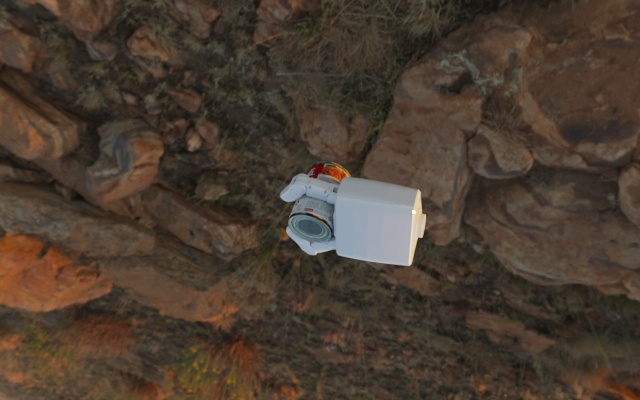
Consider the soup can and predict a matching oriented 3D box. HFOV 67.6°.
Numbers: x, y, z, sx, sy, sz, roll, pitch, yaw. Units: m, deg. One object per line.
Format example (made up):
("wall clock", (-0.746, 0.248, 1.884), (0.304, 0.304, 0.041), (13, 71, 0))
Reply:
("soup can", (0.000, 0.002, 0.696), (0.068, 0.102, 0.069), (14, -36, 10))
